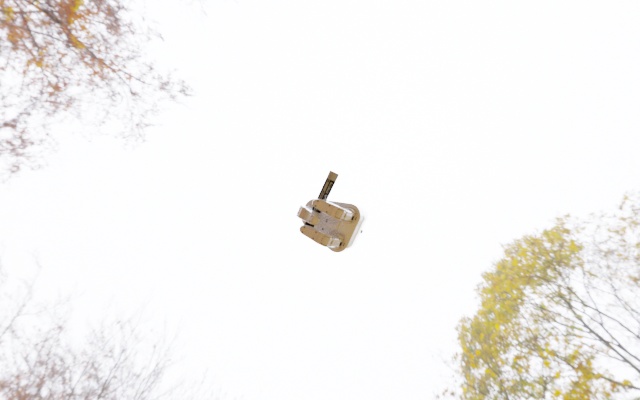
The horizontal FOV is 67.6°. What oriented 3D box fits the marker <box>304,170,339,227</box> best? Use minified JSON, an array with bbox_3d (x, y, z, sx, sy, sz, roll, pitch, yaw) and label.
[{"bbox_3d":[0.000,0.003,0.876,0.020,0.121,0.020,25,5,-2],"label":"marker"}]
